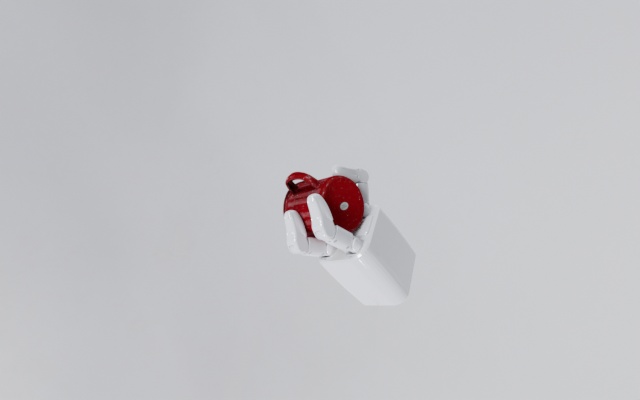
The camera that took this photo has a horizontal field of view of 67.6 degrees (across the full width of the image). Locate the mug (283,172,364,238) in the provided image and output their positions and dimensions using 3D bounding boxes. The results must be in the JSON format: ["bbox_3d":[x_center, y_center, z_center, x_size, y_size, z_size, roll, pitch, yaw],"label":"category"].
[{"bbox_3d":[-0.001,0.001,0.672,0.081,0.093,0.117,-14,-55,50],"label":"mug"}]
